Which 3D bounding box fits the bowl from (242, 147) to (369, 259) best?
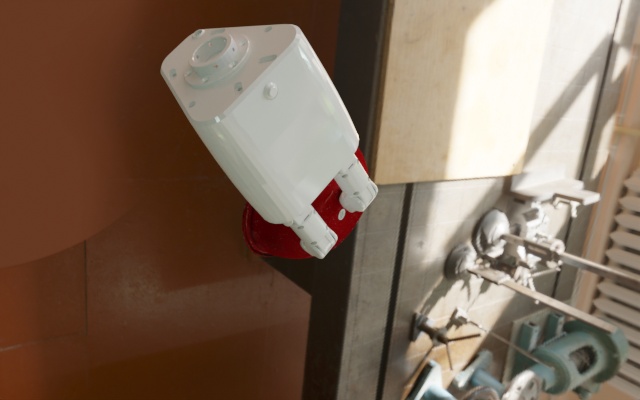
[{"bbox_3d":[0.001,0.002,0.480,0.055,0.162,0.162,34,17,27],"label":"bowl"}]
